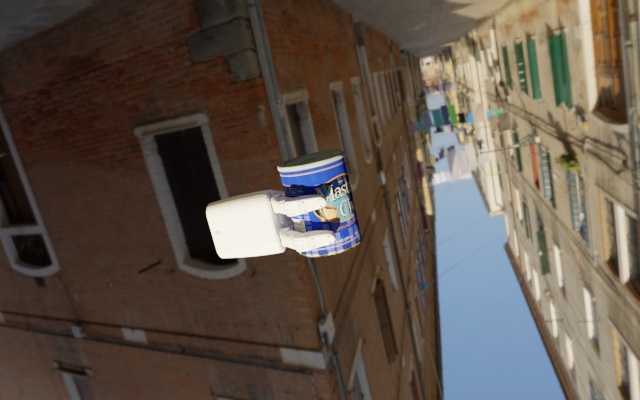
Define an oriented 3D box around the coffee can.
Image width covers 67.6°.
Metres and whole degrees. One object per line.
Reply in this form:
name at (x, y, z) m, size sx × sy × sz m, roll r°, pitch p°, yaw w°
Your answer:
coffee can at (0.000, 0.002, 0.734) m, size 0.103 × 0.140 × 0.102 m, roll -12°, pitch 13°, yaw 3°
